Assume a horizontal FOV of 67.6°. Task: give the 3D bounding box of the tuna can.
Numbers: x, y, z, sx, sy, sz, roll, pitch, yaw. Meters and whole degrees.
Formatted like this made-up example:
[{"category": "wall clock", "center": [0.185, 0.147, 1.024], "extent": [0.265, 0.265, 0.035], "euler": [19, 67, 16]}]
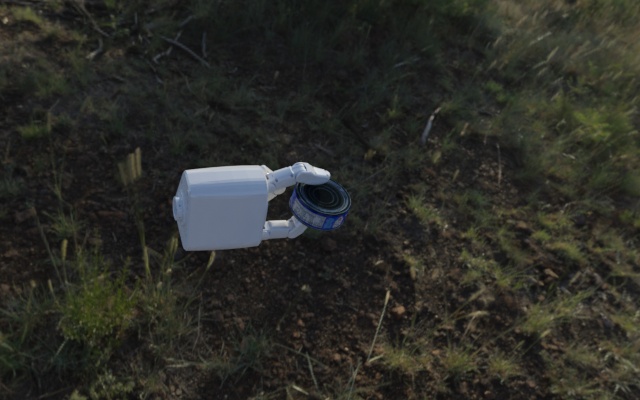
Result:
[{"category": "tuna can", "center": [0.000, 0.002, 0.692], "extent": [0.086, 0.034, 0.086], "euler": [14, 39, -12]}]
